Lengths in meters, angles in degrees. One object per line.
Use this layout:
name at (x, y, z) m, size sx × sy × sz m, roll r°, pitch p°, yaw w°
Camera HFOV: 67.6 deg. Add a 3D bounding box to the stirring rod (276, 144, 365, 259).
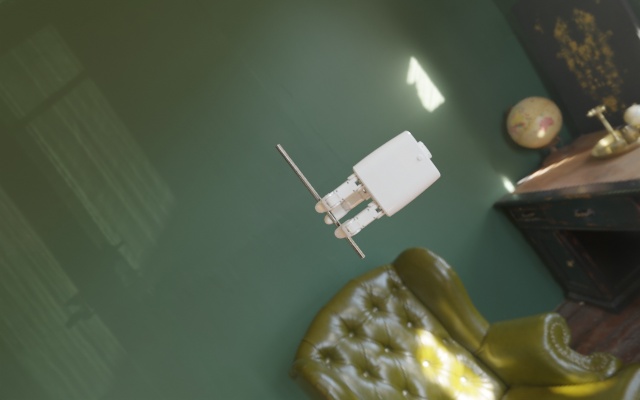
stirring rod at (0.000, 0.003, 0.811) m, size 0.011 × 0.239 × 0.011 m, roll -37°, pitch 4°, yaw 3°
